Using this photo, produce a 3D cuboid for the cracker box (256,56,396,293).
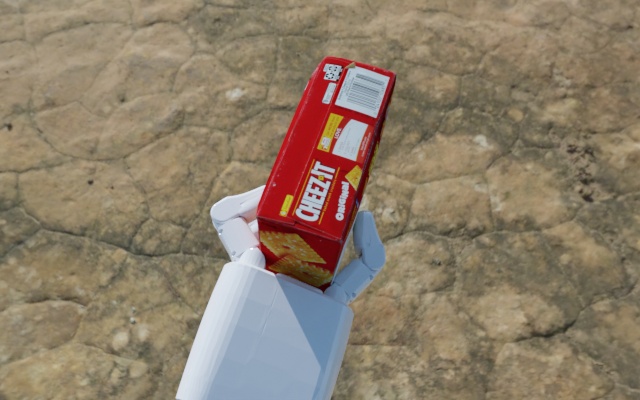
[{"bbox_3d":[0.000,0.001,0.448,0.072,0.164,0.214,17,-28,4],"label":"cracker box"}]
